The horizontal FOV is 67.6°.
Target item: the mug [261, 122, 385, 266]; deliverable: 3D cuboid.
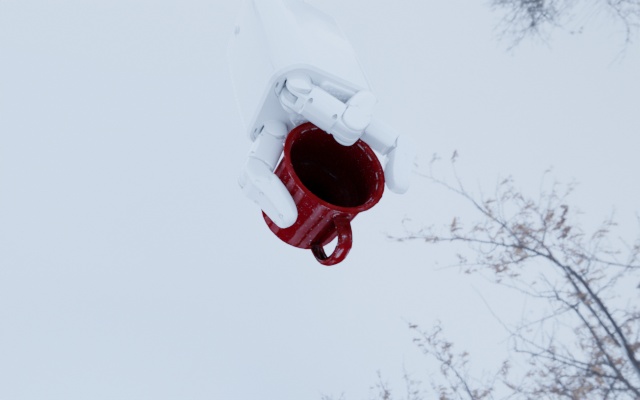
[{"bbox_3d":[0.000,0.003,0.417,0.093,0.117,0.081,-1,-31,-30],"label":"mug"}]
